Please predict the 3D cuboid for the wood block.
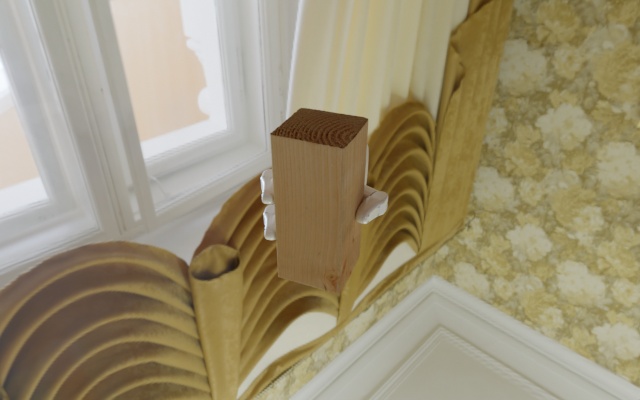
[{"bbox_3d":[0.001,0.002,0.596,0.091,0.206,0.090,12,34,19],"label":"wood block"}]
